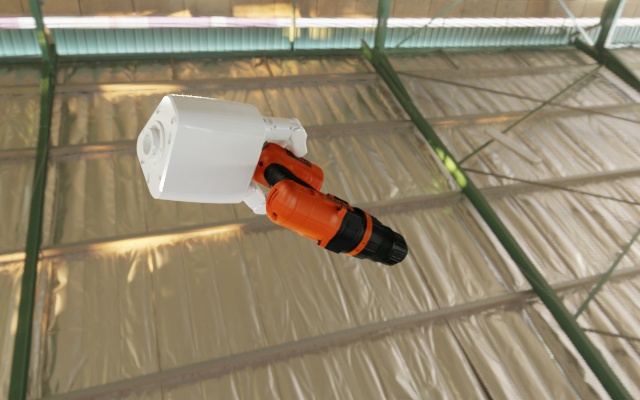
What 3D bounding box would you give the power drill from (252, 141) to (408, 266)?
[{"bbox_3d":[0.000,0.002,0.570,0.184,0.057,0.187,27,9,-32],"label":"power drill"}]
